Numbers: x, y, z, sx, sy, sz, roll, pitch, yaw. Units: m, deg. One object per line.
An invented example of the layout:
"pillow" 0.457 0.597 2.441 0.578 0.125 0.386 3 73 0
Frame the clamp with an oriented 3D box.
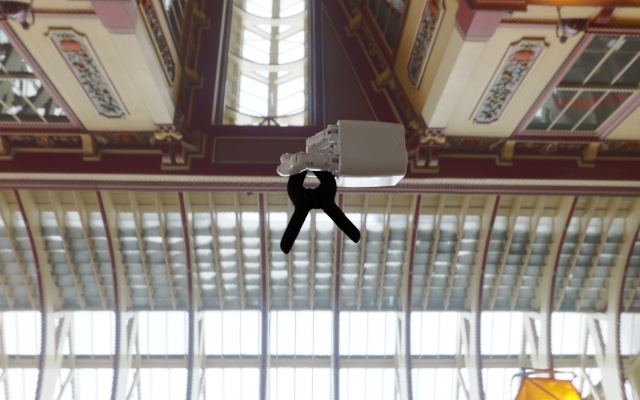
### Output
"clamp" 0.000 0.003 0.744 0.120 0.171 0.039 2 -26 -2
